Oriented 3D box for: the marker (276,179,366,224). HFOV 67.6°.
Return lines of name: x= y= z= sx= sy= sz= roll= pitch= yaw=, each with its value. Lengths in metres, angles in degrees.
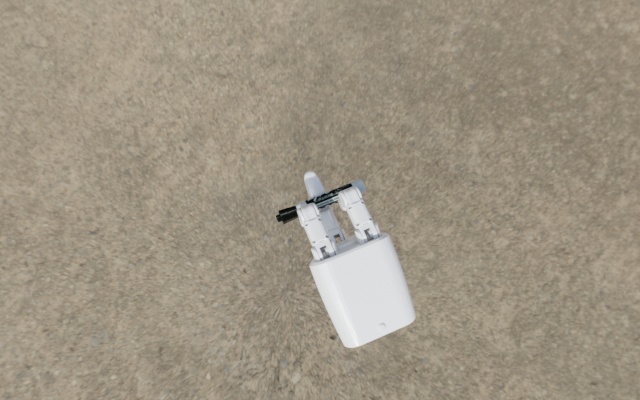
marker: x=0.000 y=0.002 z=0.617 sx=0.121 sy=0.020 sz=0.020 roll=-22 pitch=3 yaw=-8
